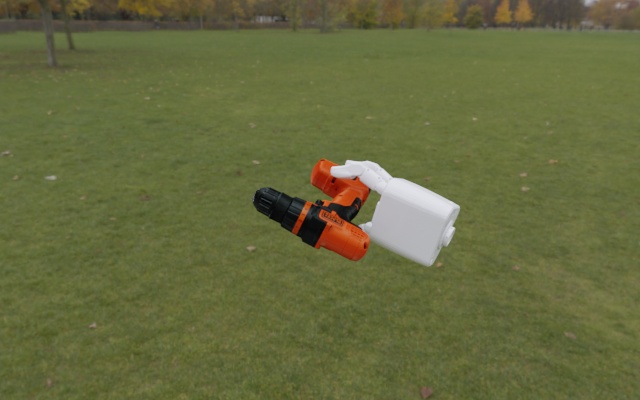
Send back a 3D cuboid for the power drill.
[{"bbox_3d":[0.000,0.002,0.757,0.184,0.057,0.187,28,32,-1],"label":"power drill"}]
